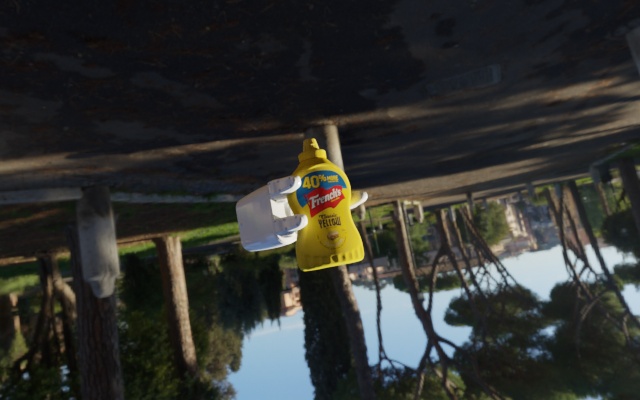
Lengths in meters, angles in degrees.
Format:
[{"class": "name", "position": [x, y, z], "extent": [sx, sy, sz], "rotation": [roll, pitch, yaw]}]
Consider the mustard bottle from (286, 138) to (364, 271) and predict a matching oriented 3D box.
[{"class": "mustard bottle", "position": [0.000, 0.002, 0.704], "extent": [0.096, 0.191, 0.058], "rotation": [-8, -9, -18]}]
